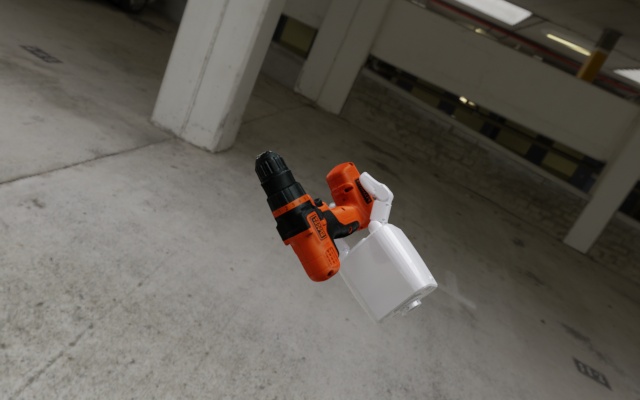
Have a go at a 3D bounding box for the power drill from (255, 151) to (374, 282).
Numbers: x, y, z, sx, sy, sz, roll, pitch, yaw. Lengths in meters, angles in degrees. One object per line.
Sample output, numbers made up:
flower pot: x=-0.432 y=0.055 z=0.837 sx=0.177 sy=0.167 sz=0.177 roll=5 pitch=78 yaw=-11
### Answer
power drill: x=0.001 y=0.002 z=0.677 sx=0.057 sy=0.184 sz=0.187 roll=-25 pitch=2 yaw=35
